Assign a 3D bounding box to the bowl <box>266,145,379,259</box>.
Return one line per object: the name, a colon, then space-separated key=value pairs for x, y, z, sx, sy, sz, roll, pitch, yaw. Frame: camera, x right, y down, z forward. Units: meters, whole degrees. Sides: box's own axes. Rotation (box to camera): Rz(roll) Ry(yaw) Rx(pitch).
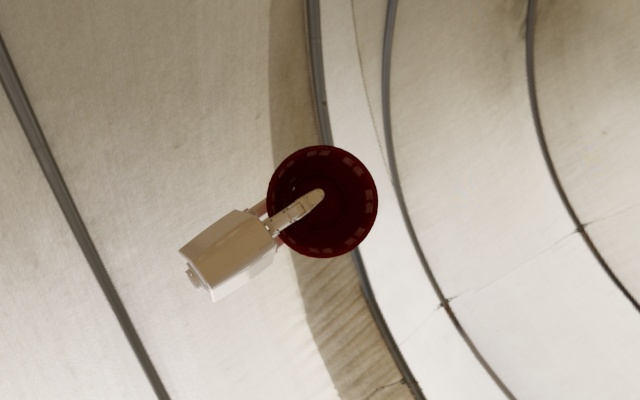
bowl: x=0.001 y=0.002 z=0.700 sx=0.162 sy=0.162 sz=0.055 roll=0 pitch=-2 yaw=-9
